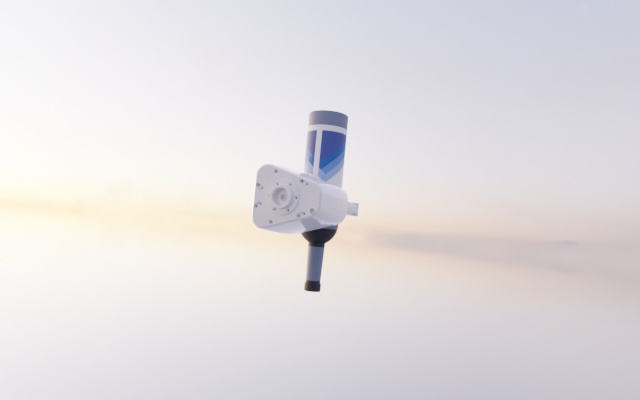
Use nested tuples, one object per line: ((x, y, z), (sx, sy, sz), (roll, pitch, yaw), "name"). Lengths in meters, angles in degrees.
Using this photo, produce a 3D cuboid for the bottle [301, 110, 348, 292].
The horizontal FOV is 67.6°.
((0.000, 0.002, 0.794), (0.069, 0.295, 0.069), (5, -4, 0), "bottle")
